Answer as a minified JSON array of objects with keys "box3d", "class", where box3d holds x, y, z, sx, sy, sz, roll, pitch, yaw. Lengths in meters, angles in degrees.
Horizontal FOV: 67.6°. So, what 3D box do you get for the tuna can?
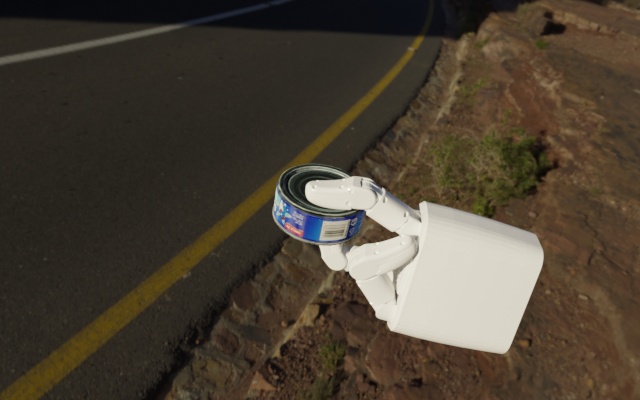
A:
[{"box3d":[0.000,0.001,0.441,0.086,0.034,0.086,8,35,-5],"class":"tuna can"}]
